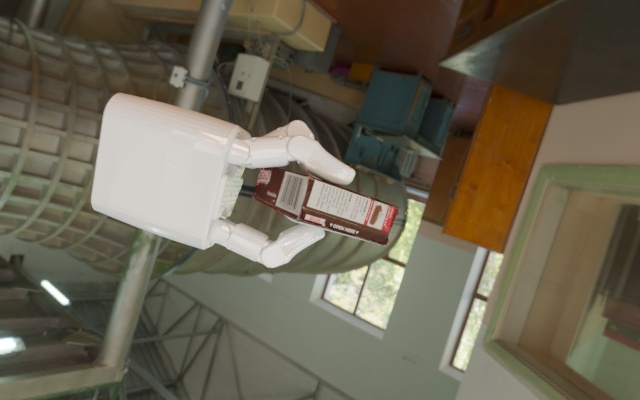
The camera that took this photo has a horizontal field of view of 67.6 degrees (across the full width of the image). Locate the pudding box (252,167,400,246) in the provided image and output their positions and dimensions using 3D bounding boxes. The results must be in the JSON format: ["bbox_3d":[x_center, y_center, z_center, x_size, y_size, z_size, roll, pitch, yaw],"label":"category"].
[{"bbox_3d":[0.000,0.002,0.424,0.090,0.039,0.113,17,3,-27],"label":"pudding box"}]
